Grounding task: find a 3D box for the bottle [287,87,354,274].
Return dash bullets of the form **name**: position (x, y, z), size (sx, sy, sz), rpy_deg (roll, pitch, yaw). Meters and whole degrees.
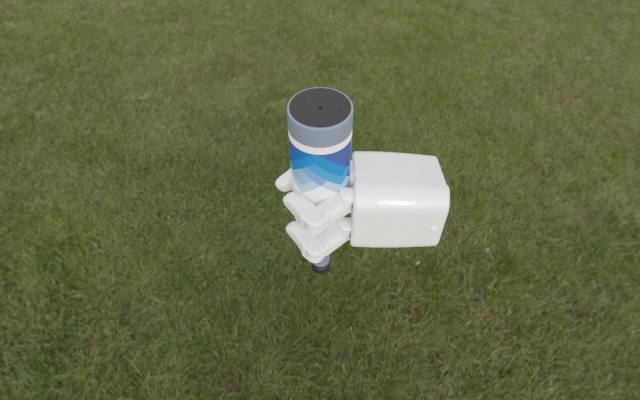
- **bottle**: position (0.000, 0.002, 0.586), size (0.069, 0.069, 0.296), rpy_deg (0, -40, 0)
